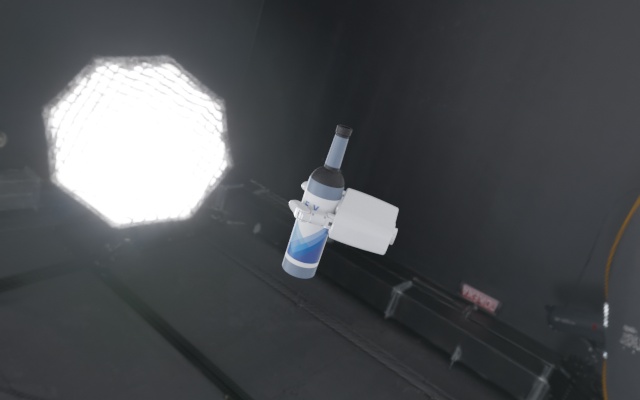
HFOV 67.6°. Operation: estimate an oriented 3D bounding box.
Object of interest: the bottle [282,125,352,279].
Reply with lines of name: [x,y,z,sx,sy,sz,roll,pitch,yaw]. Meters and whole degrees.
bottle: [0.000,0.003,0.889,0.069,0.296,0.069,16,19,-6]
